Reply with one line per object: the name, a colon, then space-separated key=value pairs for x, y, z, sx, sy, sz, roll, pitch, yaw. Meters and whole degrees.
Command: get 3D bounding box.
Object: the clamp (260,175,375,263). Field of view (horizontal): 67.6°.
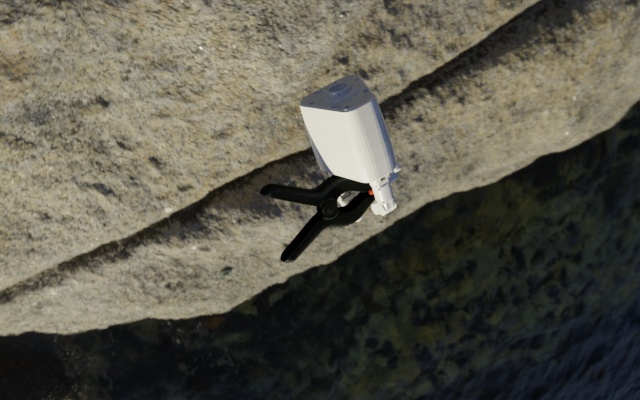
clamp: x=0.001 y=0.002 z=0.663 sx=0.171 sy=0.120 sz=0.039 roll=-30 pitch=34 yaw=-13
